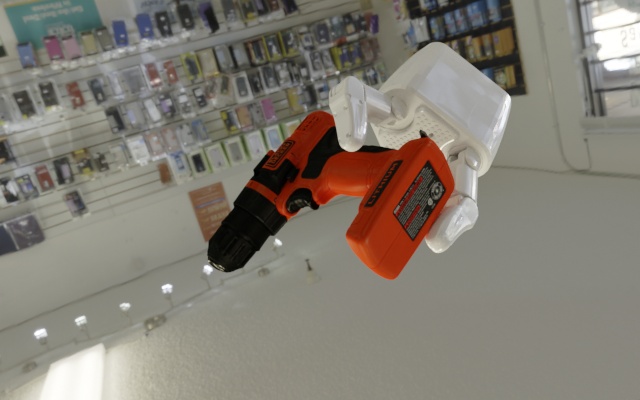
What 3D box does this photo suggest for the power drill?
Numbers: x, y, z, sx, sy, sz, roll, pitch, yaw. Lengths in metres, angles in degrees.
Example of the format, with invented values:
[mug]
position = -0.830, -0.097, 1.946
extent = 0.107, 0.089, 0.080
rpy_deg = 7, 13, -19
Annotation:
[power drill]
position = 0.001, 0.001, 0.401
extent = 0.187, 0.184, 0.057
rpy_deg = 17, -24, 49
